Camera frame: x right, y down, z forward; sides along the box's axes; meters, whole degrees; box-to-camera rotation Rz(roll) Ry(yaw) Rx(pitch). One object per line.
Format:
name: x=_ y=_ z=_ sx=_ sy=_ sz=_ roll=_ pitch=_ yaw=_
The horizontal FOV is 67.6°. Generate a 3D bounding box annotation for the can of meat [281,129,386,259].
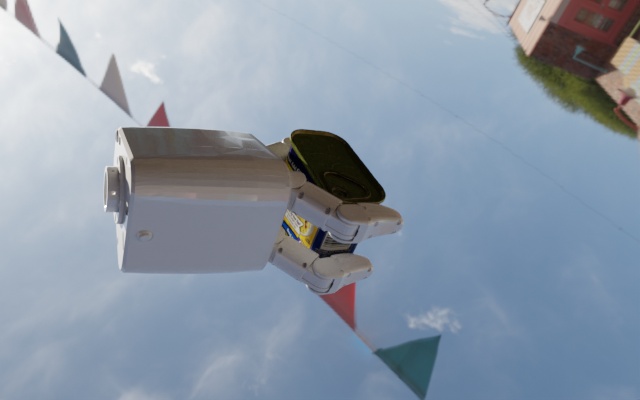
can of meat: x=0.000 y=0.002 z=0.413 sx=0.057 sy=0.084 sz=0.102 roll=0 pitch=39 yaw=-31
